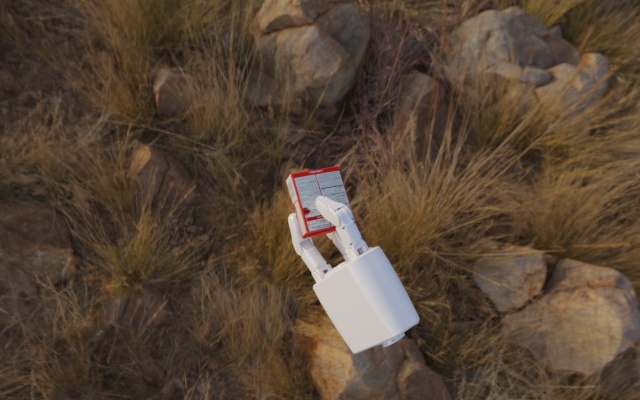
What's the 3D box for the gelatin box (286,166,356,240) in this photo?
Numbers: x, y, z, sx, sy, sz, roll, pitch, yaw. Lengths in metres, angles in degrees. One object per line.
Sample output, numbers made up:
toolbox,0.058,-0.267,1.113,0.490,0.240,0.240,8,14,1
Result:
gelatin box,0.000,0.002,0.656,0.073,0.089,0.030,-11,-14,-22
